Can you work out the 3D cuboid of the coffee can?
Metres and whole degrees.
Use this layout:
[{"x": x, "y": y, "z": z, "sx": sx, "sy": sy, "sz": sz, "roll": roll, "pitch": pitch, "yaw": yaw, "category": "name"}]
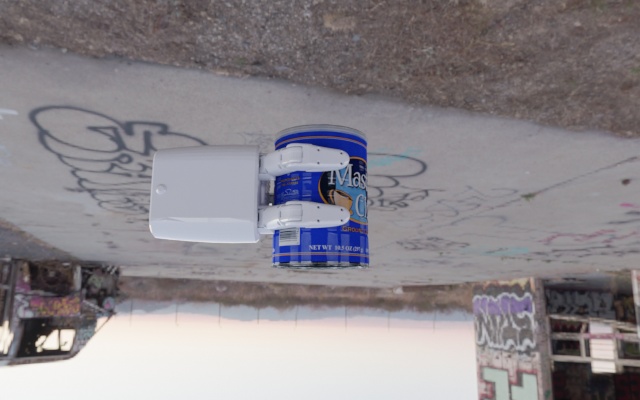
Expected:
[{"x": 0.000, "y": 0.002, "z": 0.511, "sx": 0.103, "sy": 0.140, "sz": 0.103, "roll": 0, "pitch": -10, "yaw": 0, "category": "coffee can"}]
